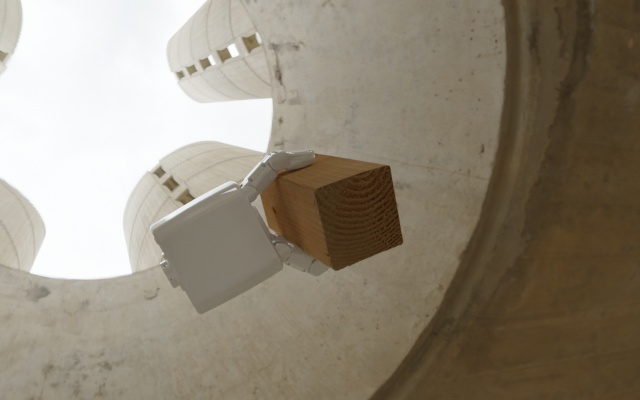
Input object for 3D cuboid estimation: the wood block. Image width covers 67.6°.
[{"bbox_3d":[0.000,0.002,0.575,0.090,0.091,0.206,-19,17,-21],"label":"wood block"}]
